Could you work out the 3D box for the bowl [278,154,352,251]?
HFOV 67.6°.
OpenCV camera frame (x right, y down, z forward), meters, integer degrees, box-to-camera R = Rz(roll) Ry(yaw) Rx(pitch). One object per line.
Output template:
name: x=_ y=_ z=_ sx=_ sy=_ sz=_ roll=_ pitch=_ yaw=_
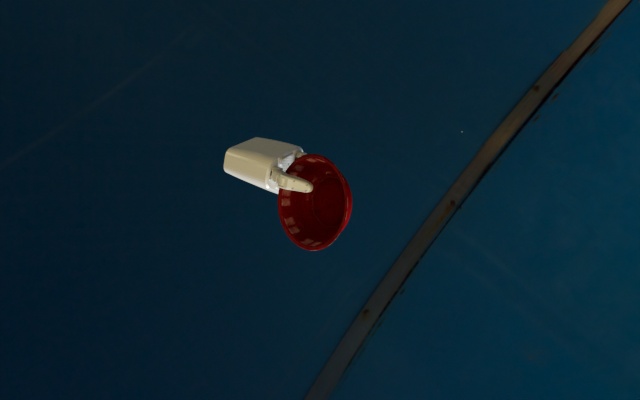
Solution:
bowl: x=0.001 y=0.003 z=0.814 sx=0.162 sy=0.162 sz=0.055 roll=0 pitch=0 yaw=43
